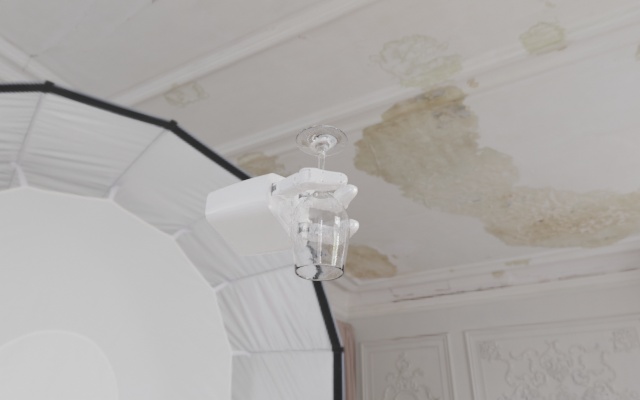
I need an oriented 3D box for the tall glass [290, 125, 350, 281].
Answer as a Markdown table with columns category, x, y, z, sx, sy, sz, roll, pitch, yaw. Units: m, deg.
| category | x | y | z | sx | sy | sz | roll | pitch | yaw |
| --- | --- | --- | --- | --- | --- | --- | --- | --- | --- |
| tall glass | 0.000 | 0.001 | 0.637 | 0.079 | 0.201 | 0.079 | 1 | -28 | 0 |
